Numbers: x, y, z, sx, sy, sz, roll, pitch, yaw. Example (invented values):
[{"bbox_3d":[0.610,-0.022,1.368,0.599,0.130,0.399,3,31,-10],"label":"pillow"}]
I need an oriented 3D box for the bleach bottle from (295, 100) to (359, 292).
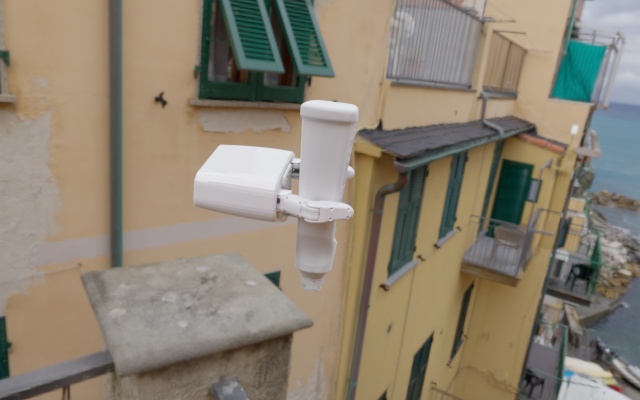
[{"bbox_3d":[0.000,0.002,0.617,0.068,0.251,0.102,8,16,6],"label":"bleach bottle"}]
